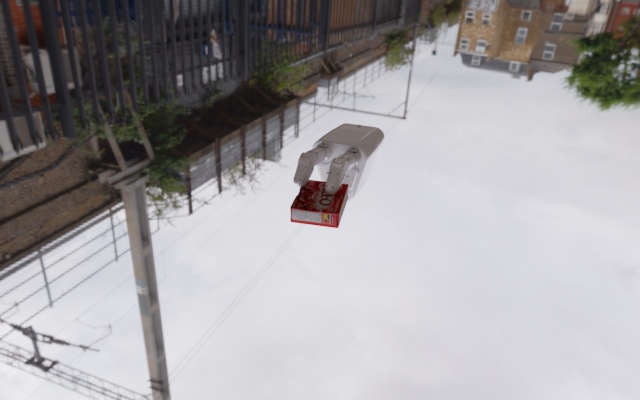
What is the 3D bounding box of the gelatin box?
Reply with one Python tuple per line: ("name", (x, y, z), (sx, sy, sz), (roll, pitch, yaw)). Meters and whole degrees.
("gelatin box", (0.000, 0.003, 0.726), (0.073, 0.030, 0.089), (8, 34, 10))
